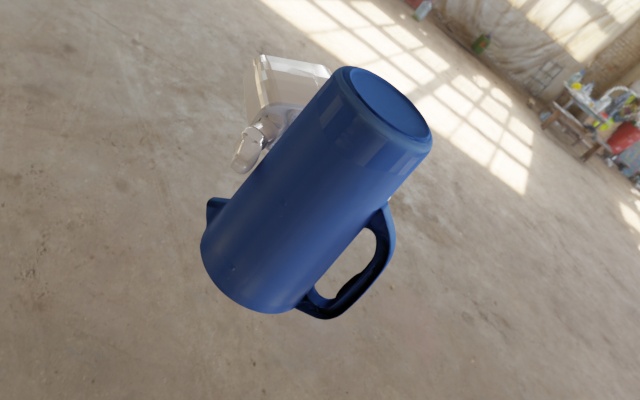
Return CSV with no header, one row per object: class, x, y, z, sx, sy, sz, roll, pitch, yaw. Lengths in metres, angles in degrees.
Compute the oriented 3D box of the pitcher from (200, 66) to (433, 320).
pitcher,0.000,0.001,0.469,0.149,0.145,0.243,19,-52,-31
